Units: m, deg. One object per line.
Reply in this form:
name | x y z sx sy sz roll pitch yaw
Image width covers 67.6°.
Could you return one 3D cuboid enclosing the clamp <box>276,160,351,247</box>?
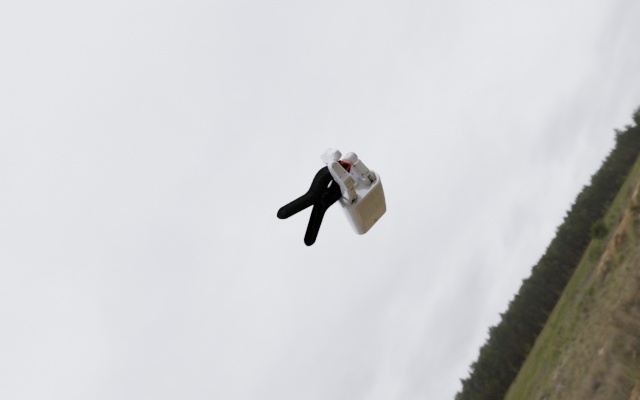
clamp | 0.000 0.002 0.880 0.039 0.171 0.120 33 -20 35
